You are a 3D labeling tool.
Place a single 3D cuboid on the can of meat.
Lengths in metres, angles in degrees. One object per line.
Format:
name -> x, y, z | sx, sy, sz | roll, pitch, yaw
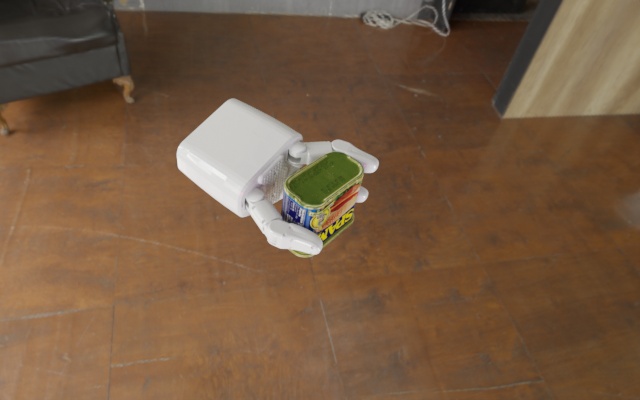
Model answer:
can of meat -> 0.000, 0.002, 0.545 | 0.057, 0.084, 0.102 | 37, 51, 23
